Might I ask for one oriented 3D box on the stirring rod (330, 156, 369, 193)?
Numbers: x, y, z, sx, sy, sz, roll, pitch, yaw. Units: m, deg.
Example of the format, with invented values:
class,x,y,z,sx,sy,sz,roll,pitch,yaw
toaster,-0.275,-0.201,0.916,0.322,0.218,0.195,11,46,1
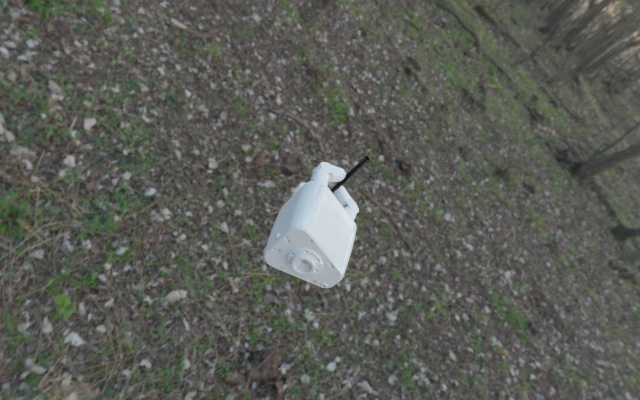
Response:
class,x,y,z,sx,sy,sz,roll,pitch,yaw
stirring rod,0.000,0.003,0.802,0.011,0.011,0.240,0,-34,-46
